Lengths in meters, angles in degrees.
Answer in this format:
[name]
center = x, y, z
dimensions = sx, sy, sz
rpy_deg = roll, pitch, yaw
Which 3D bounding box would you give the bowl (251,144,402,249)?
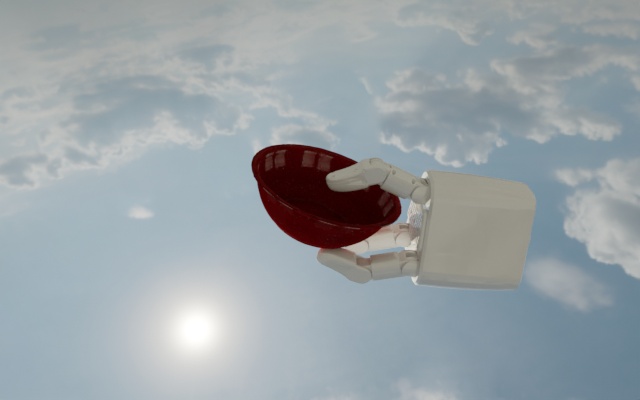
[bowl]
center = -0.001, 0.001, 0.503
dimensions = 0.162, 0.055, 0.162
rpy_deg = 16, 28, -9
